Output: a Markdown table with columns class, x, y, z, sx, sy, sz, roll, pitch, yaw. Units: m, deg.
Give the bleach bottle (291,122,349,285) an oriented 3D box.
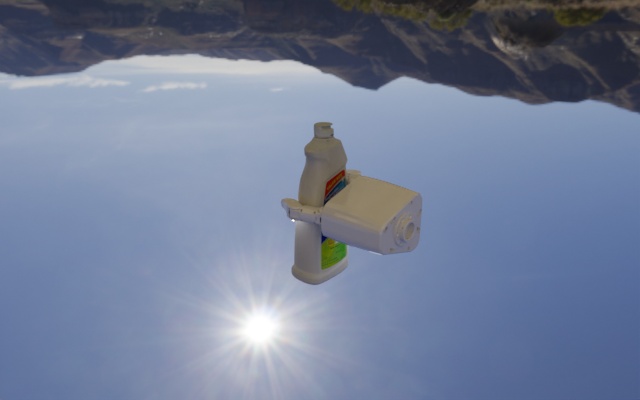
| class | x | y | z | sx | sy | sz | roll | pitch | yaw |
| --- | --- | --- | --- | --- | --- | --- | --- | --- | --- |
| bleach bottle | 0.000 | 0.003 | 0.766 | 0.068 | 0.251 | 0.102 | 18 | 28 | 39 |
